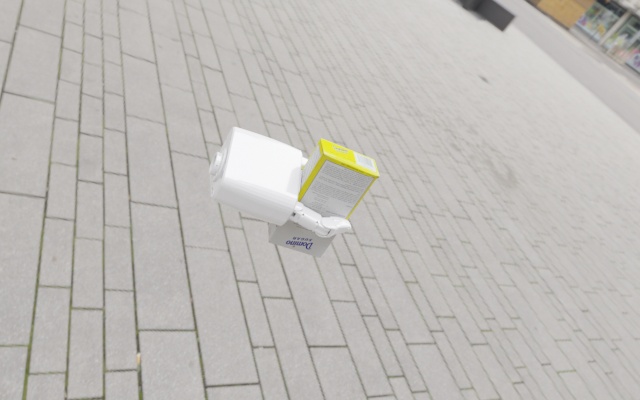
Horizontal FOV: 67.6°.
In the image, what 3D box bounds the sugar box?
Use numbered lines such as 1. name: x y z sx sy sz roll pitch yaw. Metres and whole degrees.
1. sugar box: 0.000 0.002 0.701 0.093 0.176 0.048 20 36 -23
